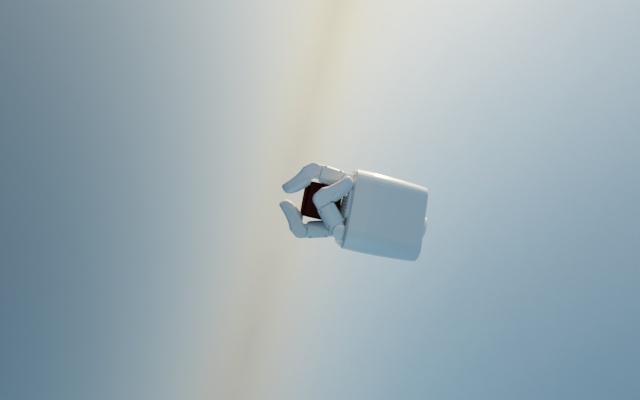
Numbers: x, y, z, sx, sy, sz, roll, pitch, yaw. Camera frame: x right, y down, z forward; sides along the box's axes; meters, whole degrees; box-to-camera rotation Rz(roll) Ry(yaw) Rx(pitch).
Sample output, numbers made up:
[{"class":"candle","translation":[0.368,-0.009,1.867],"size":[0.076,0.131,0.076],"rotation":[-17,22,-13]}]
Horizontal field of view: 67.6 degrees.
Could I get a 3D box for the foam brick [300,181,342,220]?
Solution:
[{"class":"foam brick","translation":[0.000,0.002,0.707],"size":[0.051,0.053,0.078],"rotation":[11,-1,-5]}]
